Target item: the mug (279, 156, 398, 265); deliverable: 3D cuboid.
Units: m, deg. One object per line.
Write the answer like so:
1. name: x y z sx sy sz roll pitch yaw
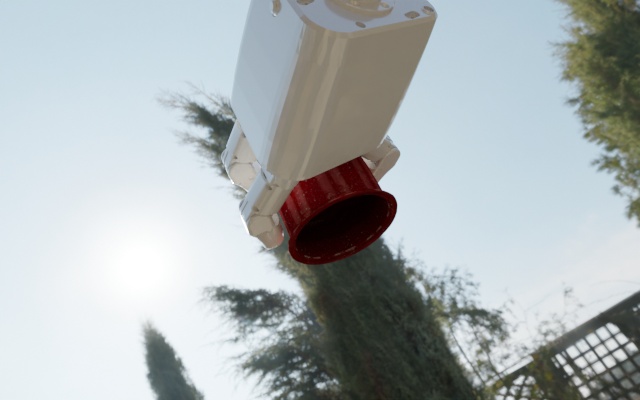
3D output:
1. mug: 0.000 0.002 0.404 0.093 0.081 0.117 -7 -38 -28
